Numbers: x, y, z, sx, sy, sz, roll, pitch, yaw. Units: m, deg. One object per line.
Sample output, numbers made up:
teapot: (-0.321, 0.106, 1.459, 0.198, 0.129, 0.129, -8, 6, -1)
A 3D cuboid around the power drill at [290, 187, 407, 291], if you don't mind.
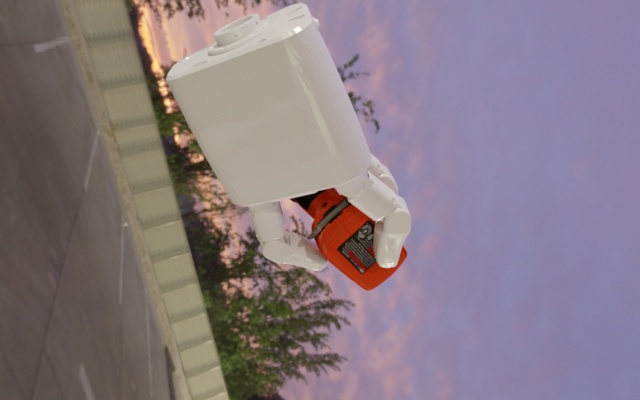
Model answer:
power drill: (0.000, 0.002, 0.466, 0.187, 0.057, 0.184, 45, 1, 42)
